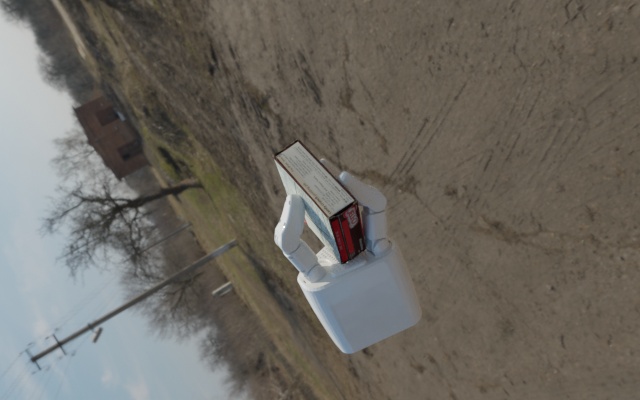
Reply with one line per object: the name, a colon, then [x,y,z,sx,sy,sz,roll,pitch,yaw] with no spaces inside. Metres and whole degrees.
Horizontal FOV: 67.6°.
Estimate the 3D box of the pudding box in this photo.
pudding box: [0.000,0.002,0.510,0.039,0.090,0.113,-34,54,-14]
